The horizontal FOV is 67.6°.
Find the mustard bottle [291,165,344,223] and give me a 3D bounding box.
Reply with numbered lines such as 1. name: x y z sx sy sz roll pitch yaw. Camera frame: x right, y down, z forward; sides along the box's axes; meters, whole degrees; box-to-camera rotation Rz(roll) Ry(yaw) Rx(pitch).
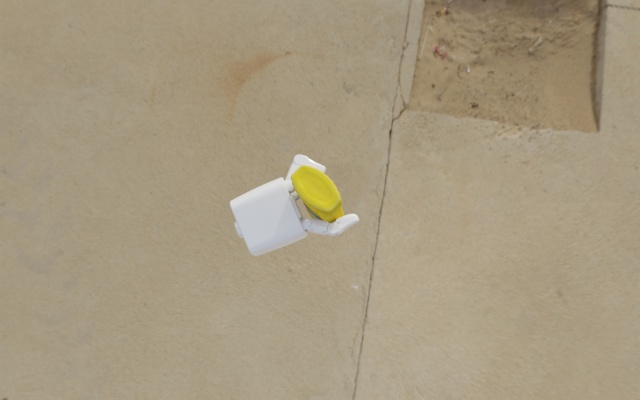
1. mustard bottle: 0.000 0.003 0.876 0.096 0.058 0.192 41 -7 14
